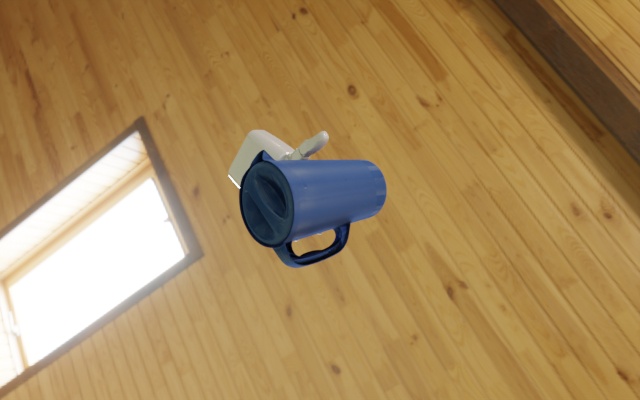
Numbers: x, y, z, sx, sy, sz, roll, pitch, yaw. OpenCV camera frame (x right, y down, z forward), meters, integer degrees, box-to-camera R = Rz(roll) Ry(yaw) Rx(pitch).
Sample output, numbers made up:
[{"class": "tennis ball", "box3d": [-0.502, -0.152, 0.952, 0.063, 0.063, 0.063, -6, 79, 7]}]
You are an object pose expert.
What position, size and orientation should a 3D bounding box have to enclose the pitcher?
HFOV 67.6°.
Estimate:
[{"class": "pitcher", "box3d": [0.000, 0.002, 0.791, 0.243, 0.149, 0.145, -9, 35, -44]}]
